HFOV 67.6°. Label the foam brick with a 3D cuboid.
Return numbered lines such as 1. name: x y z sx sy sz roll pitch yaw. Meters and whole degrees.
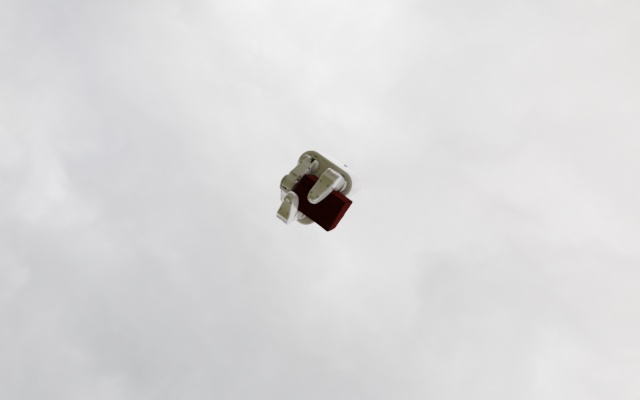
1. foam brick: 0.000 0.003 0.713 0.078 0.053 0.051 36 11 13
